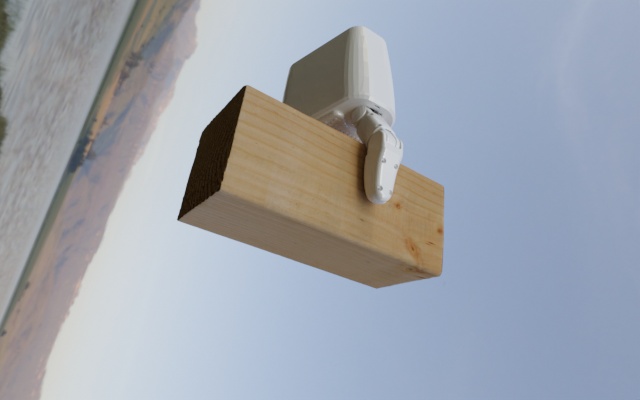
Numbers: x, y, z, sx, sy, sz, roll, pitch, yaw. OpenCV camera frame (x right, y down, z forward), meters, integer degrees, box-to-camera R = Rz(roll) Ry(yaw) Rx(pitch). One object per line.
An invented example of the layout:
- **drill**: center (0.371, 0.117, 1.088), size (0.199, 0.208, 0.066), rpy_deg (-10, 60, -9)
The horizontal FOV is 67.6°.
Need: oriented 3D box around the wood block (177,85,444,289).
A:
- **wood block**: center (0.000, 0.001, 0.408), size (0.206, 0.090, 0.091), rpy_deg (23, -28, -27)
